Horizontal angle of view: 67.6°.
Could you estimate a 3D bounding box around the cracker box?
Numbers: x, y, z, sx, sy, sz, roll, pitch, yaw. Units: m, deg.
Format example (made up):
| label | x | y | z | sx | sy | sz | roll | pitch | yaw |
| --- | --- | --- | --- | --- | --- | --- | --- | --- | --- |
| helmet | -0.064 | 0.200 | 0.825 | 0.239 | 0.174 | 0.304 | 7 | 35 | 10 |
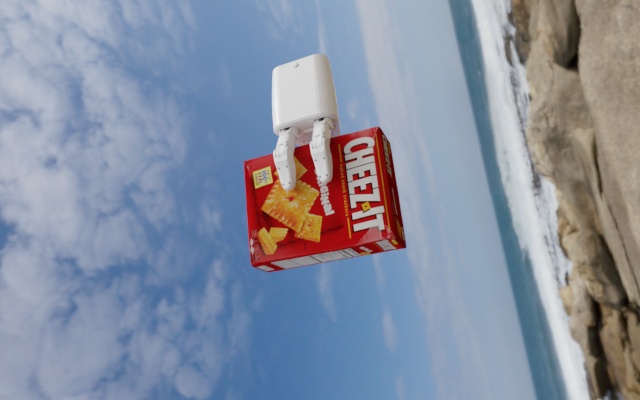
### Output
| label | x | y | z | sx | sy | sz | roll | pitch | yaw |
| --- | --- | --- | --- | --- | --- | --- | --- | --- | --- |
| cracker box | 0.000 | 0.002 | 0.681 | 0.214 | 0.164 | 0.072 | -13 | -20 | 19 |
